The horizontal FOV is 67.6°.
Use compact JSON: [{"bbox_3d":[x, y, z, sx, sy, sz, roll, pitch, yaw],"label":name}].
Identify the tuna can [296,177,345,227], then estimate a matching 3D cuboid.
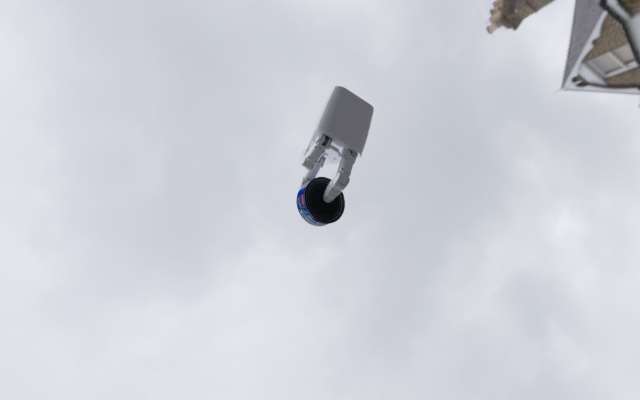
[{"bbox_3d":[0.000,0.003,0.855,0.086,0.086,0.034,0,-14,-34],"label":"tuna can"}]
